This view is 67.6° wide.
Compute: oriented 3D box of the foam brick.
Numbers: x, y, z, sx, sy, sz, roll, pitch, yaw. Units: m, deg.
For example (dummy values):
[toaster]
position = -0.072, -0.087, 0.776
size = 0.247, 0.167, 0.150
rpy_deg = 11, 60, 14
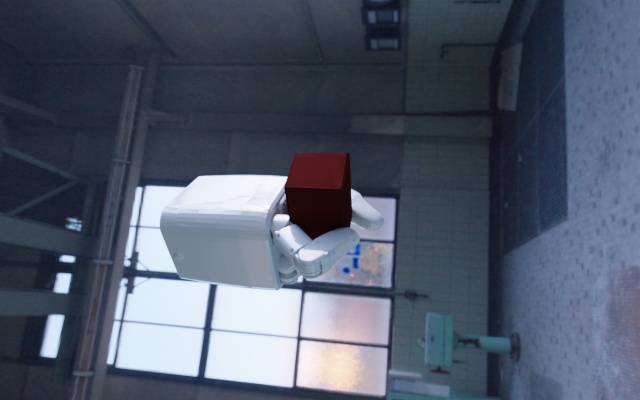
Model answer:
[foam brick]
position = 0.000, 0.001, 0.440
size = 0.051, 0.078, 0.053
rpy_deg = 4, 41, 10
